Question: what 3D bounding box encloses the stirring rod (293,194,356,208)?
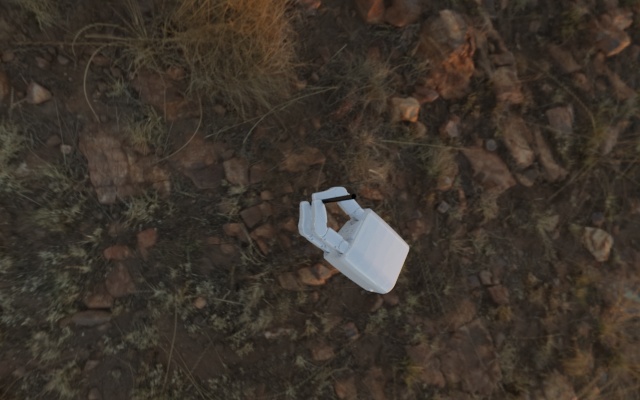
[{"bbox_3d":[0.000,0.003,0.784,0.011,0.011,0.239,0,-4,-23],"label":"stirring rod"}]
